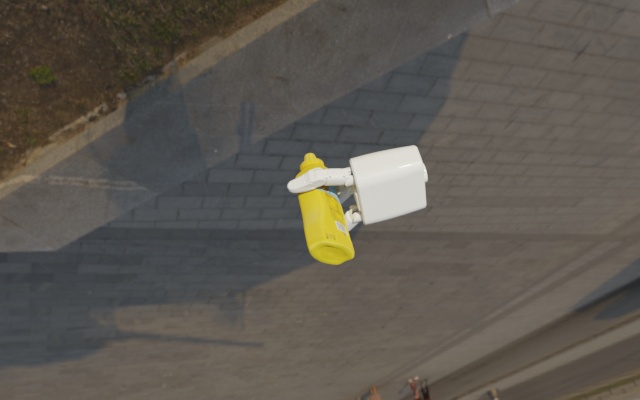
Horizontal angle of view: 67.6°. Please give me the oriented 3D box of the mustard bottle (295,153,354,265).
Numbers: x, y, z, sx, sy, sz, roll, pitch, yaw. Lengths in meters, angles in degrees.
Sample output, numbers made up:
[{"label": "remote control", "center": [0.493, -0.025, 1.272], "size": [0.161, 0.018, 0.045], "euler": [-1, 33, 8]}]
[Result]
[{"label": "mustard bottle", "center": [0.000, 0.003, 0.770], "size": [0.058, 0.191, 0.096], "euler": [-27, -34, 22]}]
